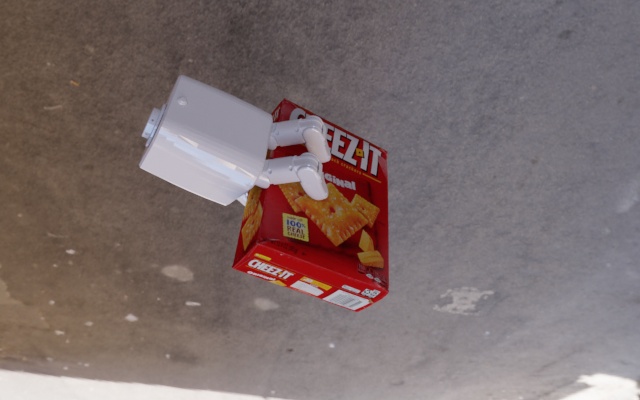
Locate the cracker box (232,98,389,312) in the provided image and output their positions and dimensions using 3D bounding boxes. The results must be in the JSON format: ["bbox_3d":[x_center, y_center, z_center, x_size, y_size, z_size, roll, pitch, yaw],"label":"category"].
[{"bbox_3d":[0.000,0.002,0.562,0.164,0.213,0.072,24,-41,-23],"label":"cracker box"}]
